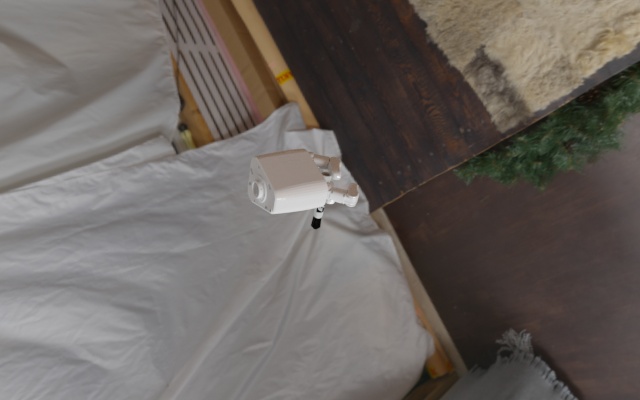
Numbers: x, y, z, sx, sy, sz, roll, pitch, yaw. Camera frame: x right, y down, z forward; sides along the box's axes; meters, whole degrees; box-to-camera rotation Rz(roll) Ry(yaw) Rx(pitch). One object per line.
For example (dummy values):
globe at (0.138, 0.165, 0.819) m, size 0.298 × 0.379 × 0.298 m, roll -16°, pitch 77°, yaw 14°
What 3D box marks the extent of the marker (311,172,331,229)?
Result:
marker at (0.000, 0.003, 0.894) m, size 0.020 × 0.121 × 0.020 m, roll 9°, pitch 31°, yaw -5°
